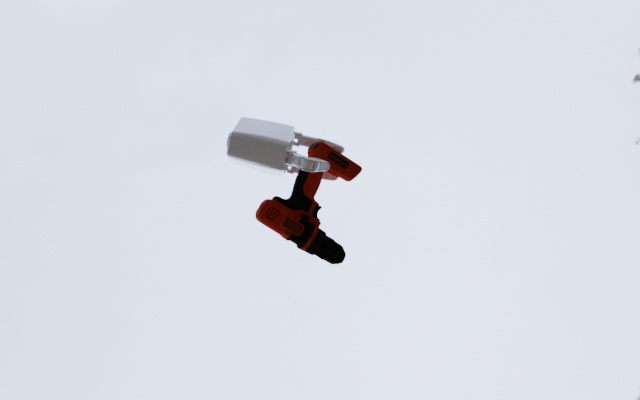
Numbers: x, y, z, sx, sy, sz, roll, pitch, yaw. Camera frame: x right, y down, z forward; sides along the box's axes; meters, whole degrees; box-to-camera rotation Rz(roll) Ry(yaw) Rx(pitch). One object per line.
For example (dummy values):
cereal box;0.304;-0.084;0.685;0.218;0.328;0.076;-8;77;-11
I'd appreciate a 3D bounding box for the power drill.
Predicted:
power drill;0.000;0.002;0.875;0.184;0.187;0.057;33;-13;-13
